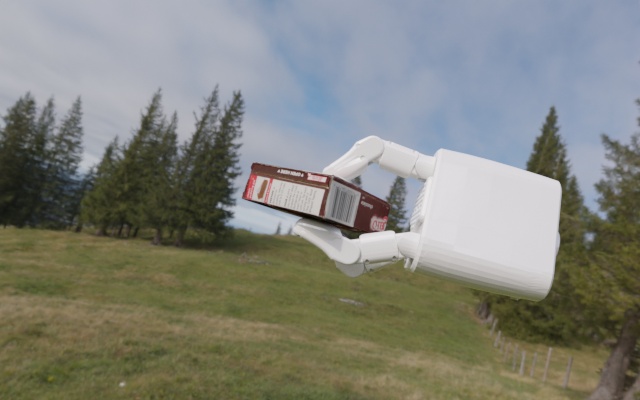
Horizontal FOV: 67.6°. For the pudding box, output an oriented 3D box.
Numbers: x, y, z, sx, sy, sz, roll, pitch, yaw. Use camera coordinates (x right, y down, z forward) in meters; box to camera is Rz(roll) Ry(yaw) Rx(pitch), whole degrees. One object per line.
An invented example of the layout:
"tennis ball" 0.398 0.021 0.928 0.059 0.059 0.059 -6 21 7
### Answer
"pudding box" 0.000 0.001 0.435 0.090 0.039 0.113 11 -8 34
